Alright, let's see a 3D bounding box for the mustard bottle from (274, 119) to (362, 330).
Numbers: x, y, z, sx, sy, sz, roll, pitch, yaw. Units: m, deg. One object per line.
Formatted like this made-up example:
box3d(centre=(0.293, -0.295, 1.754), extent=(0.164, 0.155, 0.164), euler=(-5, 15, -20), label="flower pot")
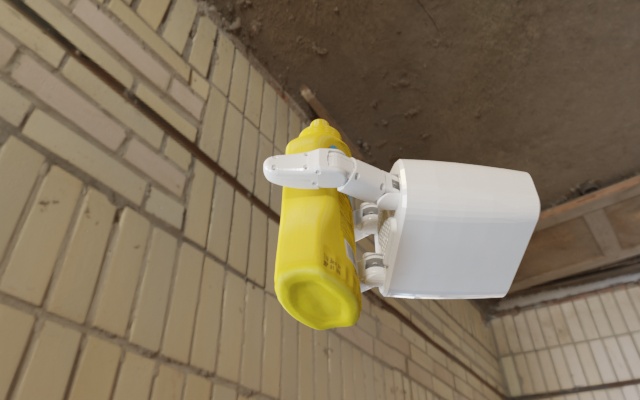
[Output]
box3d(centre=(0.000, 0.002, 0.401), extent=(0.058, 0.191, 0.096), euler=(-12, -41, 15), label="mustard bottle")
